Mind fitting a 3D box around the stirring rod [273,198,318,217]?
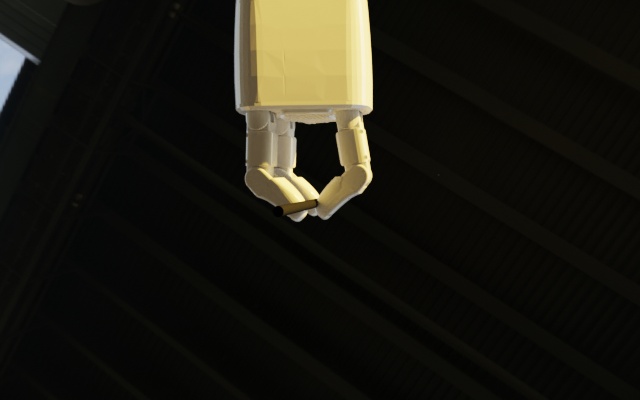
[{"bbox_3d":[0.000,0.001,0.440,0.011,0.011,0.239,0,3,14],"label":"stirring rod"}]
